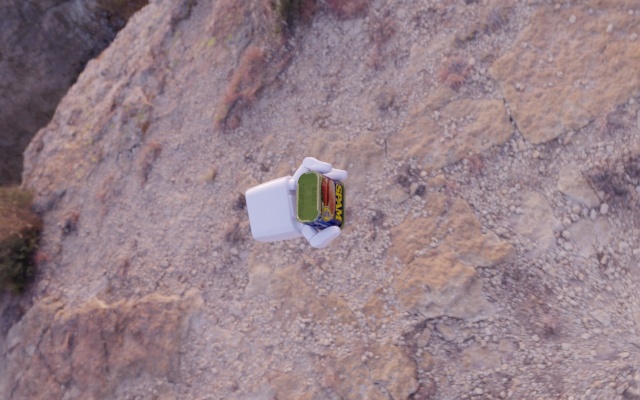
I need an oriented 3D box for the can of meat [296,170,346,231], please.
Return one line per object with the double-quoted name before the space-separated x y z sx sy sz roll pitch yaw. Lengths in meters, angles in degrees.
"can of meat" 0.000 0.003 0.875 0.057 0.102 0.084 -11 -20 33
